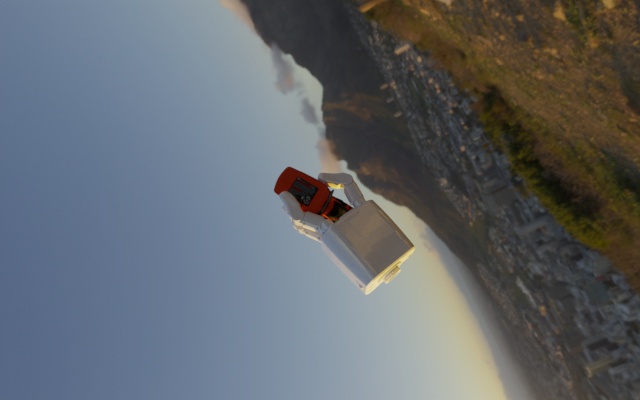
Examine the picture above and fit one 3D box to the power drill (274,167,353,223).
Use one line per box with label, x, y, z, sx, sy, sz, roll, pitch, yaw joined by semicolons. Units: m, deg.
power drill;0.000;0.003;0.860;0.184;0.057;0.188;28;-1;35
